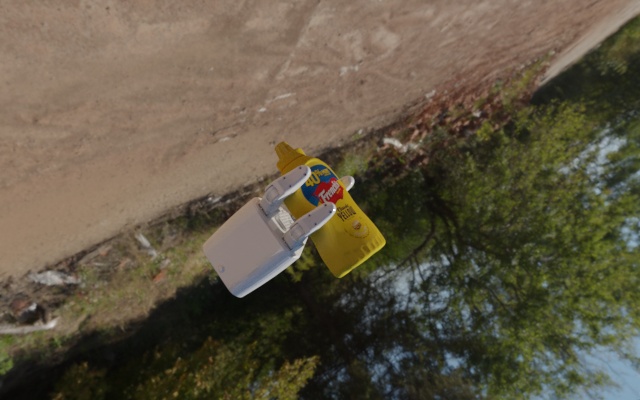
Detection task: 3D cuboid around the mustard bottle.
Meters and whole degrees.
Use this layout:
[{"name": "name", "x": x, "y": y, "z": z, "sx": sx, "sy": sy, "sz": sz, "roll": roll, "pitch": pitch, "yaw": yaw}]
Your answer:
[{"name": "mustard bottle", "x": 0.000, "y": 0.002, "z": 0.631, "sx": 0.096, "sy": 0.191, "sz": 0.058, "roll": -27, "pitch": -12, "yaw": -48}]
